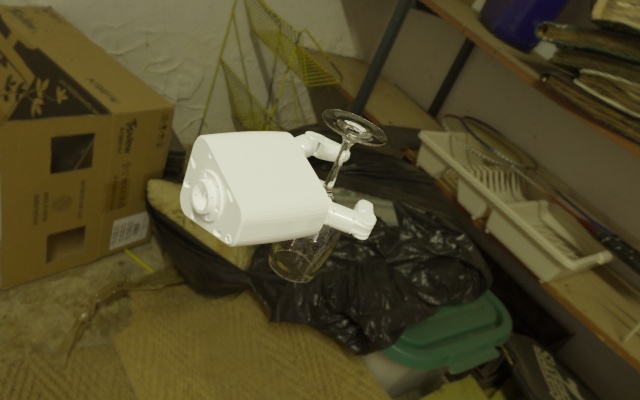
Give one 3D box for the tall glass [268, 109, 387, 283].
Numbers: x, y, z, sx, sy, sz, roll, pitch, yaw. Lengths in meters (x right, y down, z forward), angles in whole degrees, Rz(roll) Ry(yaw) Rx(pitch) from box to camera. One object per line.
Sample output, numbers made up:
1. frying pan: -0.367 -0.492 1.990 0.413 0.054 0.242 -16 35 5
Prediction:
1. tall glass: 0.000 0.001 0.550 0.079 0.201 0.079 18 29 -11
